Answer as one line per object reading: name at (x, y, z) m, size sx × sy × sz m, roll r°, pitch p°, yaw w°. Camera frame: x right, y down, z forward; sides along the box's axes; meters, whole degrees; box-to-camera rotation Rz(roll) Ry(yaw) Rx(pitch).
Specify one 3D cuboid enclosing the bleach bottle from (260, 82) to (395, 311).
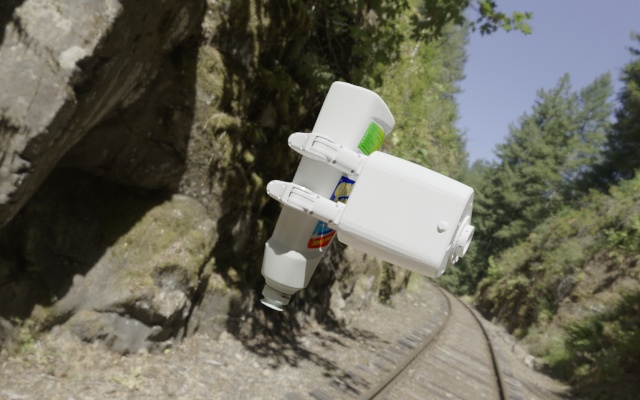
bleach bottle at (0.000, 0.002, 0.536) m, size 0.068 × 0.251 × 0.102 m, roll 22°, pitch -3°, yaw 23°
